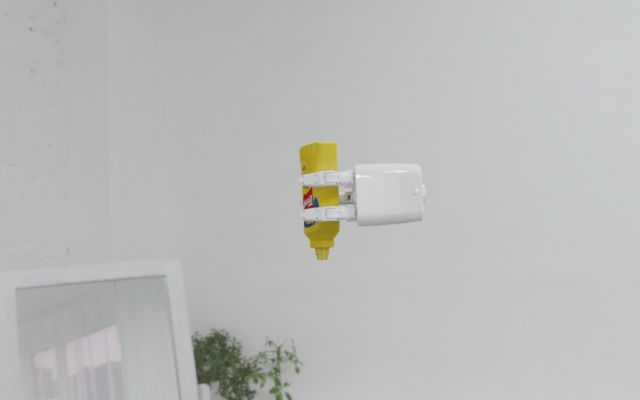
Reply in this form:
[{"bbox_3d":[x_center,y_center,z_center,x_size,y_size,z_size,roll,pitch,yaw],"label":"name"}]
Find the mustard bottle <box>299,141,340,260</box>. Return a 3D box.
[{"bbox_3d":[0.000,0.002,0.797,0.058,0.191,0.096,-2,-3,-22],"label":"mustard bottle"}]
